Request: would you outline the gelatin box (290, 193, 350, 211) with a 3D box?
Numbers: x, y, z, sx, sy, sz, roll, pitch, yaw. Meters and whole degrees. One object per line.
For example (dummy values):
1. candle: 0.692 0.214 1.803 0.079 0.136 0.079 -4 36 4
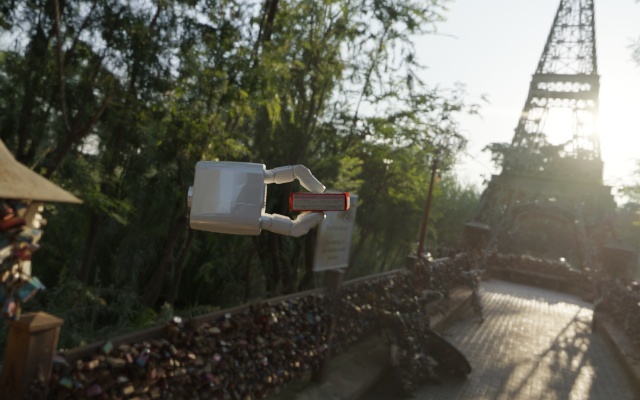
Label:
1. gelatin box: 0.000 0.002 0.762 0.089 0.030 0.073 0 1 7
